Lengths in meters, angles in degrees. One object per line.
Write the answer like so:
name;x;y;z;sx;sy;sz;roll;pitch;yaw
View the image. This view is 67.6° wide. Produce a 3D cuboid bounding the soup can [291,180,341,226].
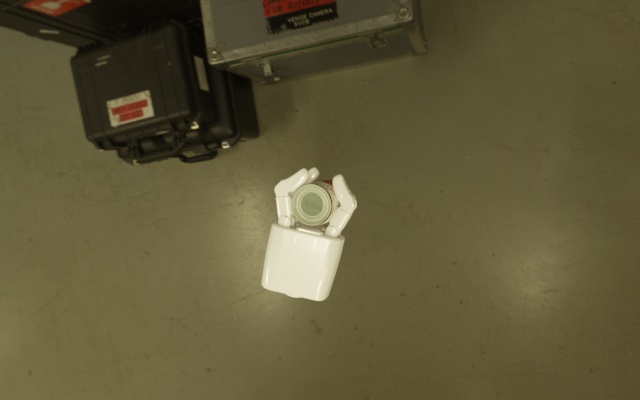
soup can;0.000;0.002;0.772;0.068;0.068;0.102;0;5;17
